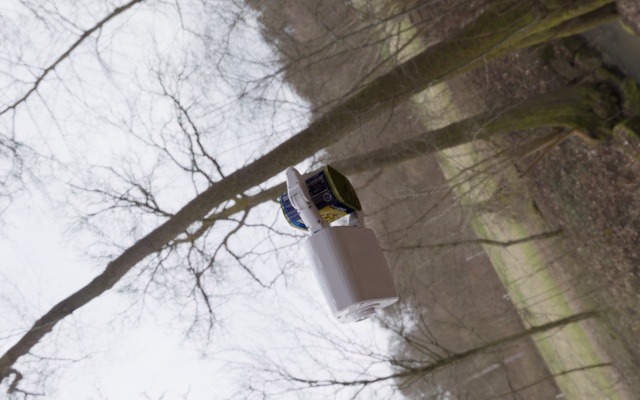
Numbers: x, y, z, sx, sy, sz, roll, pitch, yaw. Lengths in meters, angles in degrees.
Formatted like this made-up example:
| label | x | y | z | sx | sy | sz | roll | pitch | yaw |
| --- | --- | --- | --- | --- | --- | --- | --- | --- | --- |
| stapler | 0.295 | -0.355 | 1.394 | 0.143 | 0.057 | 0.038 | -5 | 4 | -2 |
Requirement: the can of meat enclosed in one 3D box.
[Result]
| label | x | y | z | sx | sy | sz | roll | pitch | yaw |
| --- | --- | --- | --- | --- | --- | --- | --- | --- | --- |
| can of meat | 0.000 | 0.002 | 0.680 | 0.084 | 0.057 | 0.102 | -29 | -21 | 16 |
